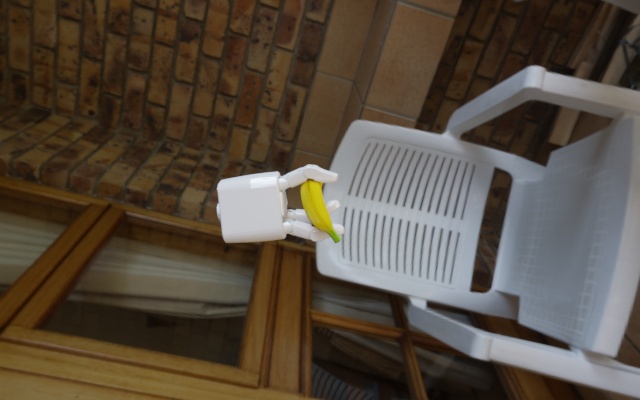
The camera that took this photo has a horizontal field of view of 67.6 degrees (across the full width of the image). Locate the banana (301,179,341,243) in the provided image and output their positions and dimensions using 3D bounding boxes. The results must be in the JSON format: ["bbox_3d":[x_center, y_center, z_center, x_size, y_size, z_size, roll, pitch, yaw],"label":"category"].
[{"bbox_3d":[-0.008,-0.007,0.832,0.037,0.070,0.197,-27,37,12],"label":"banana"}]
